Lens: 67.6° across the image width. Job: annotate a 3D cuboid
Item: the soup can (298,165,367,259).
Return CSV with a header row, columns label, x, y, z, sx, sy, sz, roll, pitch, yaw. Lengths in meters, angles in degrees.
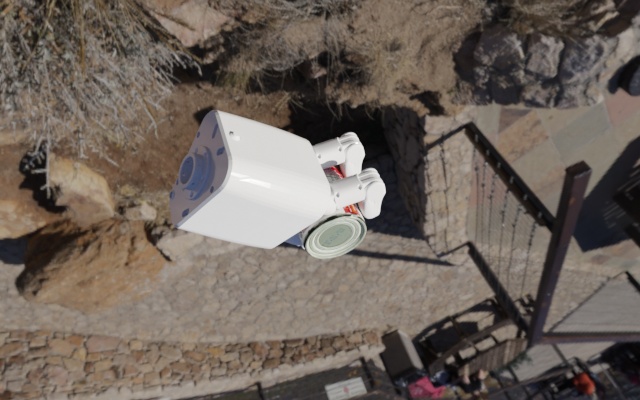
label,x,y,z,sx,sy,sz,roll,pitch,yaw
soup can,0.000,0.002,0.505,0.068,0.102,0.069,-14,-40,-12
